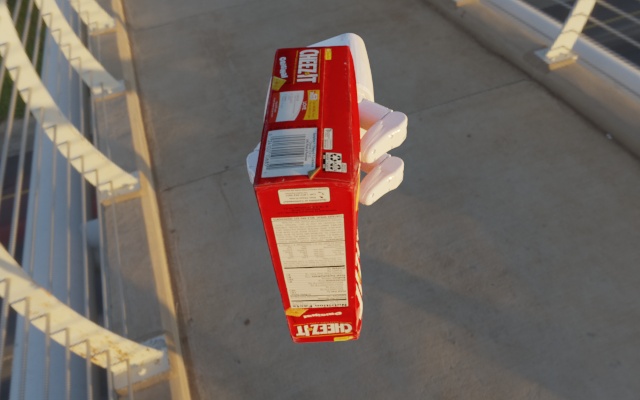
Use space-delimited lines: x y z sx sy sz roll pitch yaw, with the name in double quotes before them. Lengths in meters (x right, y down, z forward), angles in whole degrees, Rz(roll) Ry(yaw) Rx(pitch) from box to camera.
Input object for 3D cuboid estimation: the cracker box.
"cracker box" 0.000 0.001 0.421 0.072 0.164 0.214 -2 -42 4
